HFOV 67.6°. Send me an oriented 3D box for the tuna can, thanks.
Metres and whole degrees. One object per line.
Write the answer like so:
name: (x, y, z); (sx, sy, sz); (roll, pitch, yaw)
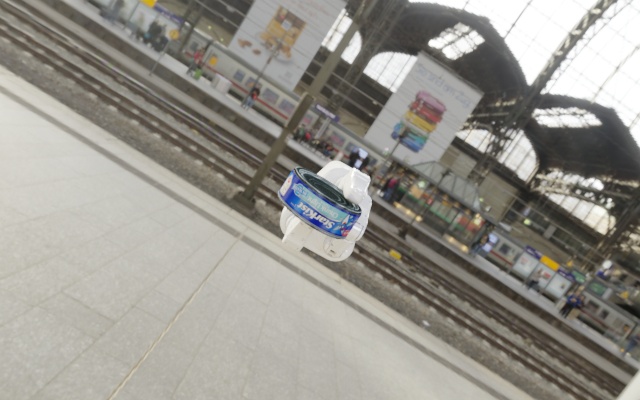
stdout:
tuna can: (0.000, 0.001, 0.494); (0.086, 0.034, 0.086); (32, 12, -8)
